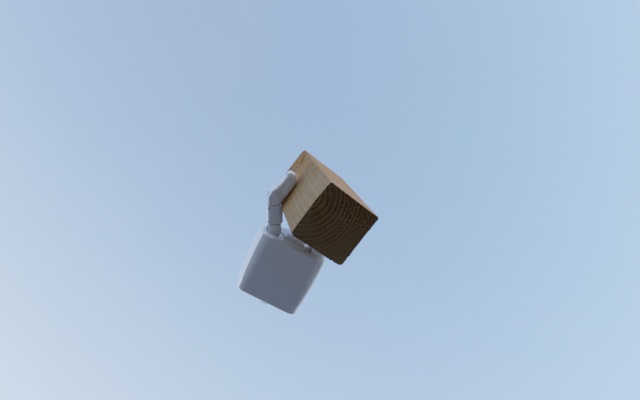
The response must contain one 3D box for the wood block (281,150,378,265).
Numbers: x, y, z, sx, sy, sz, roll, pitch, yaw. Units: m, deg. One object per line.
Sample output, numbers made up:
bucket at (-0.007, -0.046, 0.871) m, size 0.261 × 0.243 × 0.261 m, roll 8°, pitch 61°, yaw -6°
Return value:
wood block at (0.000, 0.003, 0.736) m, size 0.091 × 0.090 × 0.206 m, roll 35°, pitch 7°, yaw -20°
